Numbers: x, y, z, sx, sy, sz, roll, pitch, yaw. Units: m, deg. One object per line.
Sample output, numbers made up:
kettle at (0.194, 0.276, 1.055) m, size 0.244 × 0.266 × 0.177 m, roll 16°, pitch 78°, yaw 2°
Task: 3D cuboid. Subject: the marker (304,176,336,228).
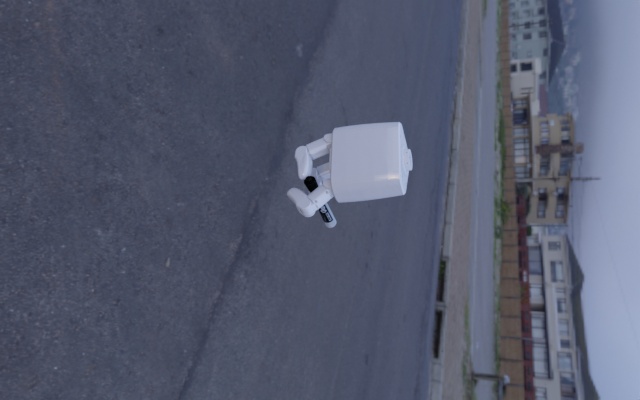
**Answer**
marker at (0.000, 0.003, 0.762) m, size 0.020 × 0.020 × 0.121 m, roll 0°, pitch -37°, yaw 22°
